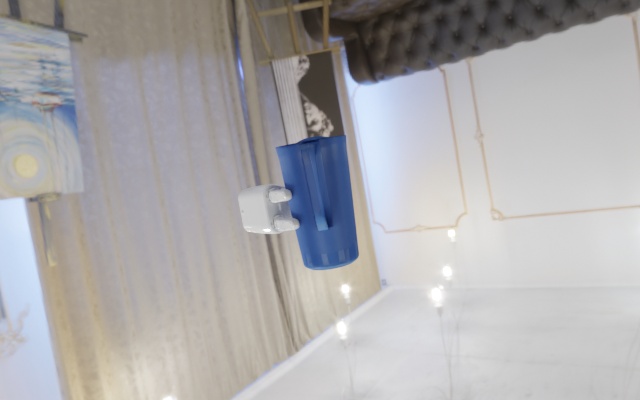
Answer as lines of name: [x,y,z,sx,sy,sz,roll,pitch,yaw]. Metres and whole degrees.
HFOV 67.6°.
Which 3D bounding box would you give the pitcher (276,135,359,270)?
pitcher: [0.000,0.003,0.889,0.149,0.243,0.145,-15,7,-42]
